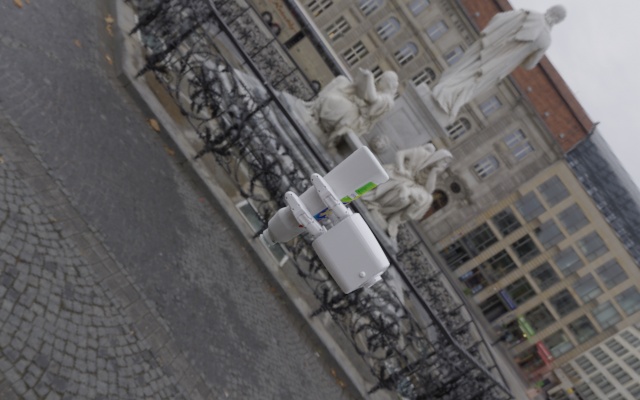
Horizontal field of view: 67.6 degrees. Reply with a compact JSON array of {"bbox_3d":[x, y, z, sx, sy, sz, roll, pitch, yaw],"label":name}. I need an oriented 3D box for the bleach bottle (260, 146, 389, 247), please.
[{"bbox_3d":[0.000,0.003,0.866,0.251,0.068,0.102,-36,-14,10],"label":"bleach bottle"}]
